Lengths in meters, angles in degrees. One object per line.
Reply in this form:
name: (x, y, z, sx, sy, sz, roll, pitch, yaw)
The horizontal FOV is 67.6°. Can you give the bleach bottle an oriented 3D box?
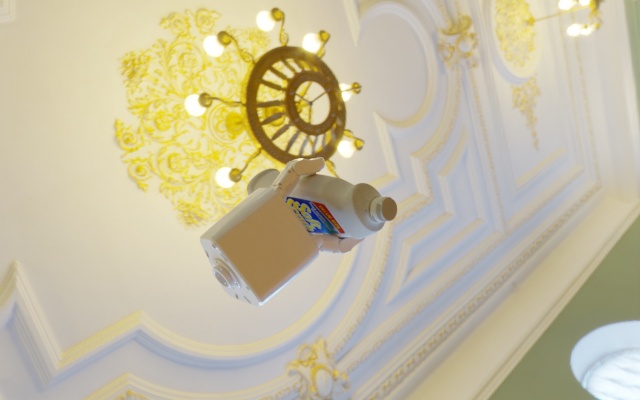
bleach bottle: (0.000, 0.002, 0.665, 0.068, 0.103, 0.251, -40, 24, -32)
